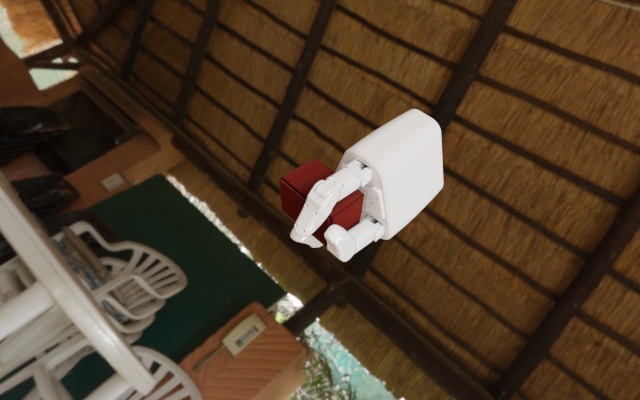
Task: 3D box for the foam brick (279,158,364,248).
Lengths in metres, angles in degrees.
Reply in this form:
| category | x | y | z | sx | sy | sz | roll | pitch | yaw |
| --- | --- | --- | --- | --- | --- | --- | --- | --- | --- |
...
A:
| category | x | y | z | sx | sy | sz | roll | pitch | yaw |
| --- | --- | --- | --- | --- | --- | --- | --- | --- | --- |
| foam brick | 0.000 | 0.002 | 0.522 | 0.051 | 0.053 | 0.078 | -36 | 60 | -28 |
